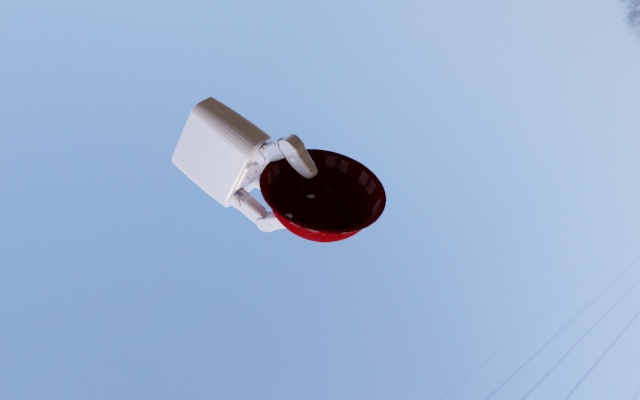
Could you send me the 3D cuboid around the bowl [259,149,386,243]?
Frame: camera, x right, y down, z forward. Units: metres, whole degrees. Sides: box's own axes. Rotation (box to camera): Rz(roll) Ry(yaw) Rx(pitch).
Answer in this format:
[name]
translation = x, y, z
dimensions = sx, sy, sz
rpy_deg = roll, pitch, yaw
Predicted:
[bowl]
translation = 0.001, 0.003, 0.615
dimensions = 0.162, 0.055, 0.162
rpy_deg = 7, 41, -6
